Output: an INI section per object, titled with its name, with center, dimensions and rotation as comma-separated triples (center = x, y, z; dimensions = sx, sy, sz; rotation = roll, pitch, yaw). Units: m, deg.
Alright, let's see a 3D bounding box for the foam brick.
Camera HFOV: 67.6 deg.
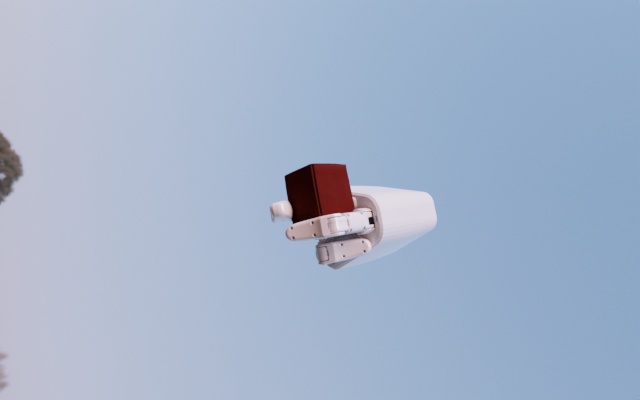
[foam brick]
center = 0.000, 0.001, 0.531
dimensions = 0.051, 0.078, 0.053
rotation = -7, -6, -40
